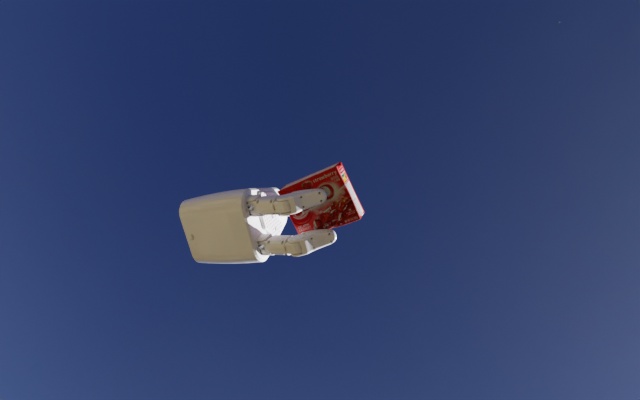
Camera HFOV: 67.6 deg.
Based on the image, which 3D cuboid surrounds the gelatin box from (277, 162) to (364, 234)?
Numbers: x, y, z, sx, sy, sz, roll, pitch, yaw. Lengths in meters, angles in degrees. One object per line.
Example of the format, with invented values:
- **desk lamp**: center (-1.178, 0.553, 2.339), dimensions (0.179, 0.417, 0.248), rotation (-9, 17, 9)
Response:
- **gelatin box**: center (0.001, 0.002, 0.607), dimensions (0.089, 0.073, 0.030), rotation (-21, 10, 22)
